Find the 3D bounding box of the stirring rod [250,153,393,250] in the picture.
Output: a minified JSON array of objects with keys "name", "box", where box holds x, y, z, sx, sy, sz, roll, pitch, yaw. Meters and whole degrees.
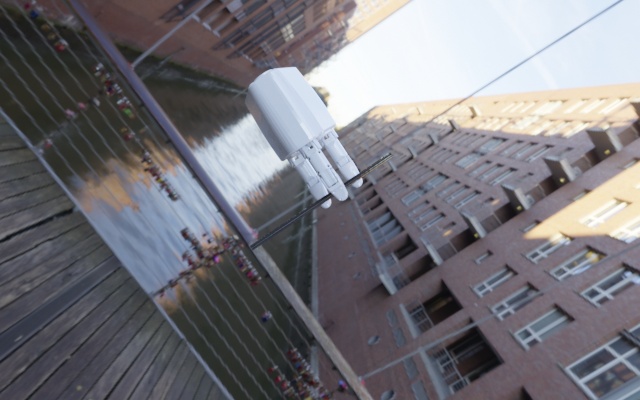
[{"name":"stirring rod","box":[0.000,0.002,0.680,0.239,0.011,0.011,-34,-4,5]}]
